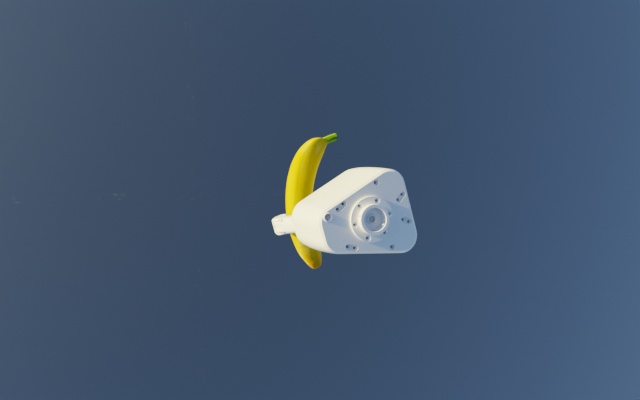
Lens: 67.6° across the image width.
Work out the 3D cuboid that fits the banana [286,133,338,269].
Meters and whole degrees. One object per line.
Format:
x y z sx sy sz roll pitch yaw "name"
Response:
-0.017 -0.004 0.671 0.069 0.198 0.037 9 -2 -20 "banana"
